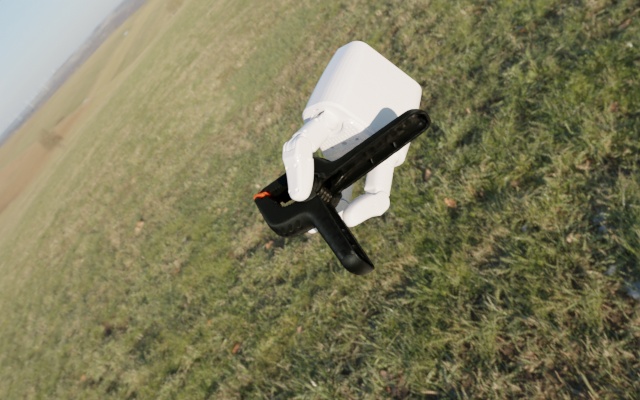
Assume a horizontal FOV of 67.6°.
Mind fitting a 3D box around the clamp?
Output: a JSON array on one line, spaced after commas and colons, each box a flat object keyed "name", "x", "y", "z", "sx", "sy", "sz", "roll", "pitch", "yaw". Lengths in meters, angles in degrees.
[{"name": "clamp", "x": -0.001, "y": 0.001, "z": 0.462, "sx": 0.210, "sy": 0.164, "sz": 0.036, "roll": -13, "pitch": -45, "yaw": 45}]
